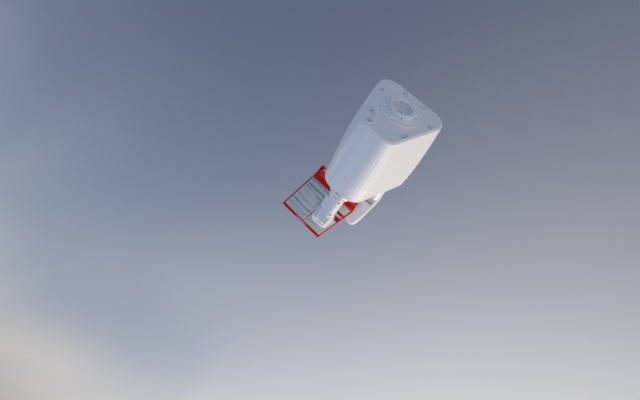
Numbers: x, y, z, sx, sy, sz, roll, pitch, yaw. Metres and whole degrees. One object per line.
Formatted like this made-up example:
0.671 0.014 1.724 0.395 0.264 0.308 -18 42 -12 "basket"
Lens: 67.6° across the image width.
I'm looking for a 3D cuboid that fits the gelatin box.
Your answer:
0.000 0.003 0.670 0.089 0.073 0.030 -40 9 44 "gelatin box"
